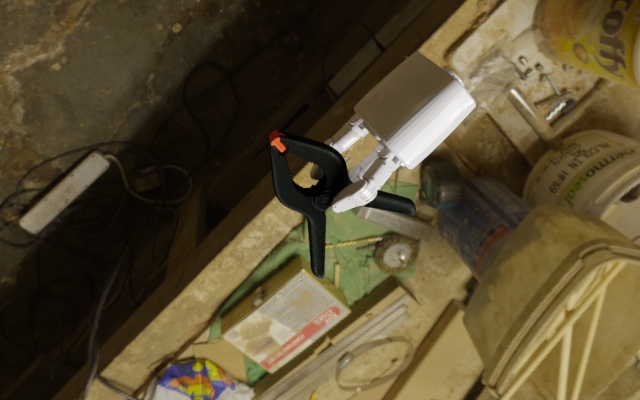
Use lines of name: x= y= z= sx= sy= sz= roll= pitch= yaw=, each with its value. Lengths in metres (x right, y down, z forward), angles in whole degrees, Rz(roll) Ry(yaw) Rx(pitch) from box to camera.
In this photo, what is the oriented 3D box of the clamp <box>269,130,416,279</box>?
clamp: x=0.000 y=0.002 z=0.599 sx=0.210 sy=0.164 sz=0.036 roll=41 pitch=13 yaw=-26
